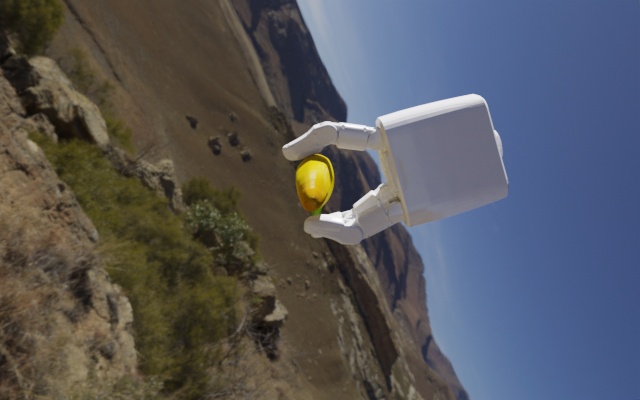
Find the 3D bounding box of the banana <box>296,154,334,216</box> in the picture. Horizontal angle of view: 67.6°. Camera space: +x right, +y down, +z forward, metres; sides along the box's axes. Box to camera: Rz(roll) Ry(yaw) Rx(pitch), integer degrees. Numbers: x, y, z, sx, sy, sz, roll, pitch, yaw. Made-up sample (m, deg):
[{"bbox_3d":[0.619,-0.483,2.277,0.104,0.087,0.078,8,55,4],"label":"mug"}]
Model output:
[{"bbox_3d":[-0.003,-0.016,0.514,0.037,0.069,0.198,-9,-6,2],"label":"banana"}]
